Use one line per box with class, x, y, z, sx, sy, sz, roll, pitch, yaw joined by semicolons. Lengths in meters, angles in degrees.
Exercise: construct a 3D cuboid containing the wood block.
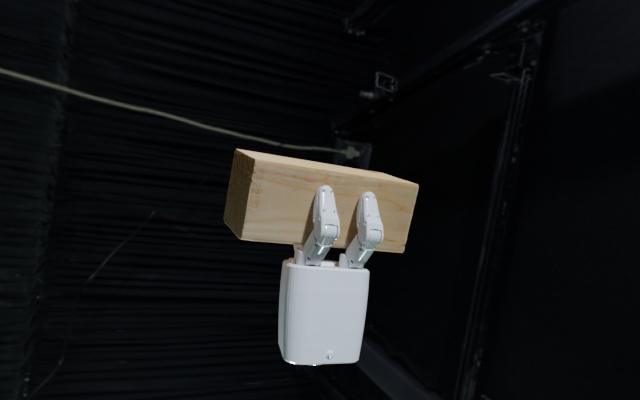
wood block;0.000;0.002;0.574;0.206;0.090;0.091;7;9;-26
